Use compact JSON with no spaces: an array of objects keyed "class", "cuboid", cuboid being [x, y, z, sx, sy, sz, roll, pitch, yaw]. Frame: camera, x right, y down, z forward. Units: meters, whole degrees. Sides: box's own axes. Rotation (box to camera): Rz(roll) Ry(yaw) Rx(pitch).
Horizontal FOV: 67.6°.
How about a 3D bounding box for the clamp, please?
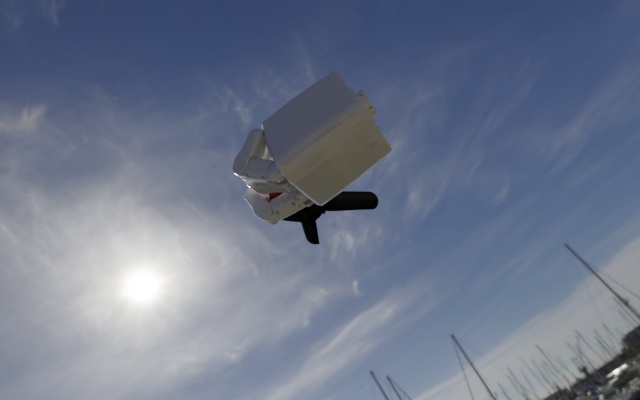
[{"class":"clamp","cuboid":[0.000,0.002,0.620,0.120,0.039,0.171,-34,-31,12]}]
